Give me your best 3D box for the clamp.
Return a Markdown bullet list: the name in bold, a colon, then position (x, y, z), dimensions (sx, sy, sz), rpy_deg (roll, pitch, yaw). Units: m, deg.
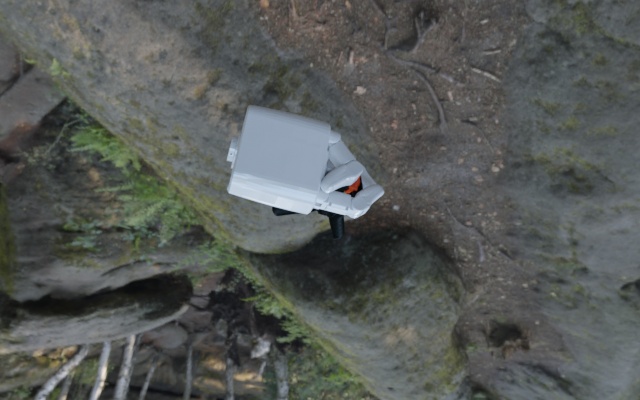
- **clamp**: position (0.000, 0.003, 0.682), dimensions (0.120, 0.039, 0.171), rpy_deg (13, -31, -11)
